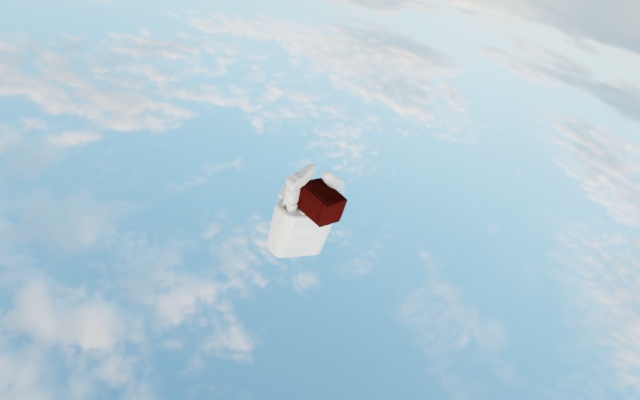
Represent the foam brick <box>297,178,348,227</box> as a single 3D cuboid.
[{"bbox_3d":[0.000,0.003,0.865,0.053,0.051,0.078,-14,44,-42],"label":"foam brick"}]
